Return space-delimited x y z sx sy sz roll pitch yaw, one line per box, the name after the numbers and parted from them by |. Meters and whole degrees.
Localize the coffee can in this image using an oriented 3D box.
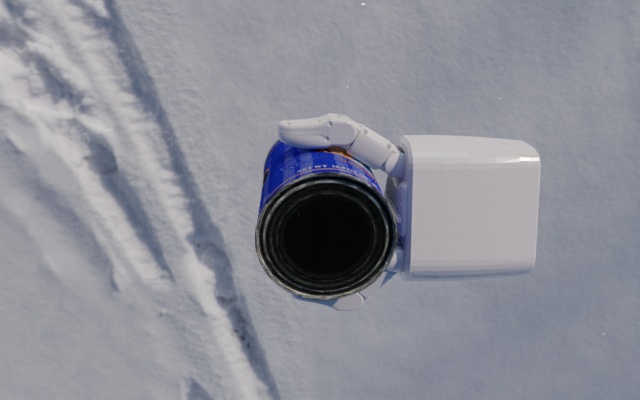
0.000 0.001 0.403 0.103 0.103 0.140 0 23 -4 | coffee can
